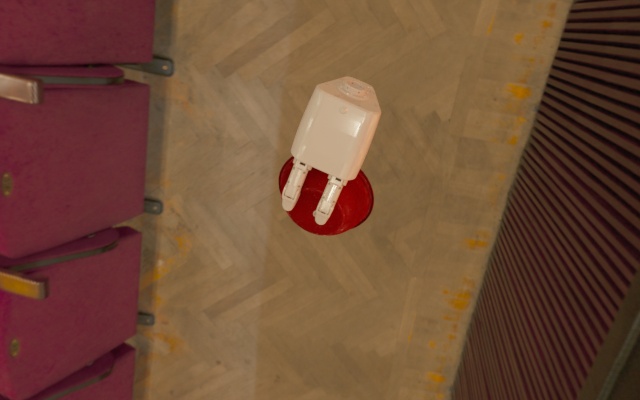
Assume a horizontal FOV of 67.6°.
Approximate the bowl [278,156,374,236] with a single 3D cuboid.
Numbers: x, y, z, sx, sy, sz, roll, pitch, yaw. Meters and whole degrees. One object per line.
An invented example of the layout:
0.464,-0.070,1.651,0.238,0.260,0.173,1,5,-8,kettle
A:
0.000,0.004,0.754,0.162,0.162,0.055,0,37,22,bowl
